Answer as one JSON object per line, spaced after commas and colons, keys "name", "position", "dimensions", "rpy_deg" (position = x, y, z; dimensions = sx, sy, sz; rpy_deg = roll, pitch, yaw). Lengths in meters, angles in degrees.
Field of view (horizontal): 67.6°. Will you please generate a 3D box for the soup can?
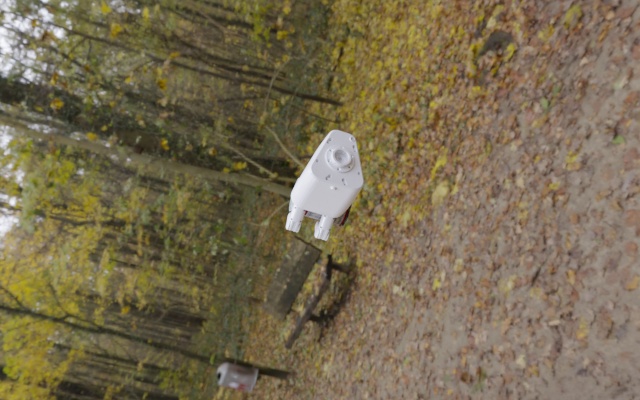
{"name": "soup can", "position": [0.000, 0.003, 0.882], "dimensions": [0.102, 0.068, 0.068], "rpy_deg": [16, -3, -11]}
